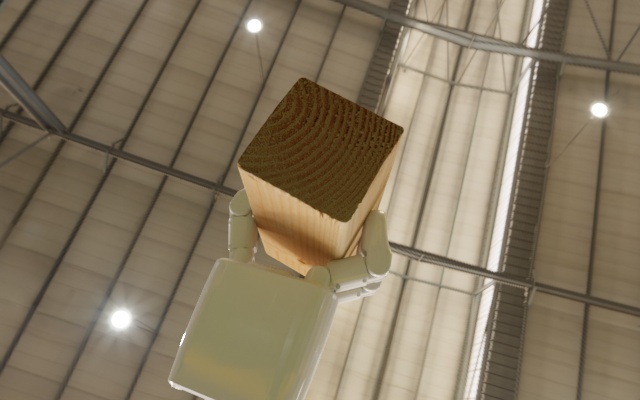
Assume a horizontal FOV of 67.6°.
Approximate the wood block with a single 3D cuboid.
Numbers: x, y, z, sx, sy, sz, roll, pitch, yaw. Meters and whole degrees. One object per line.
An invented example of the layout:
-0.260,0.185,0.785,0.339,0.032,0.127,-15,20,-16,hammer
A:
0.000,0.002,0.428,0.091,0.090,0.206,29,-21,11,wood block
